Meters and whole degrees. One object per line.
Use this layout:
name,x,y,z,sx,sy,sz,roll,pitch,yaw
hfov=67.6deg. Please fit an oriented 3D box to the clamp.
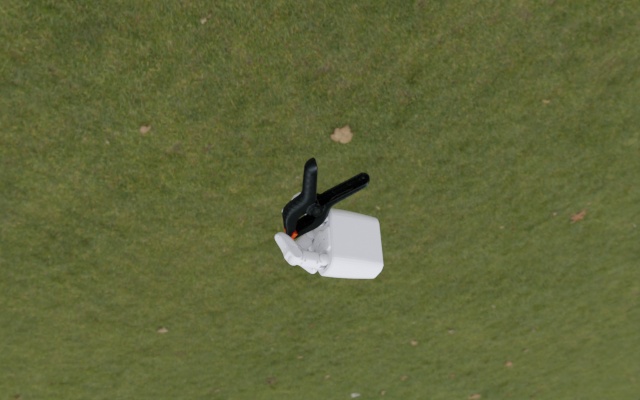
clamp,0.000,0.003,0.772,0.120,0.039,0.171,10,-45,-26
